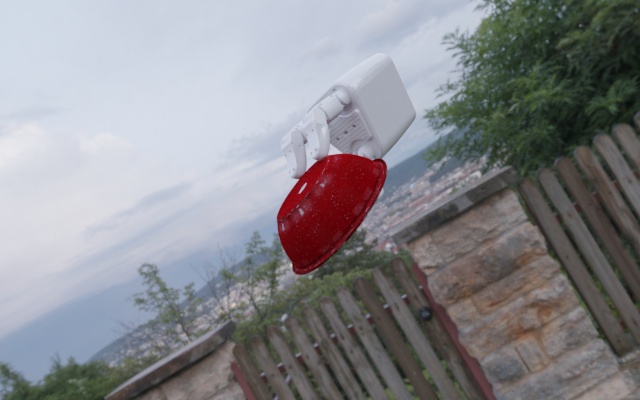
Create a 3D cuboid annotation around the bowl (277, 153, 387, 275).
[{"bbox_3d":[-0.001,0.002,0.532,0.055,0.162,0.162,38,-11,-14],"label":"bowl"}]
